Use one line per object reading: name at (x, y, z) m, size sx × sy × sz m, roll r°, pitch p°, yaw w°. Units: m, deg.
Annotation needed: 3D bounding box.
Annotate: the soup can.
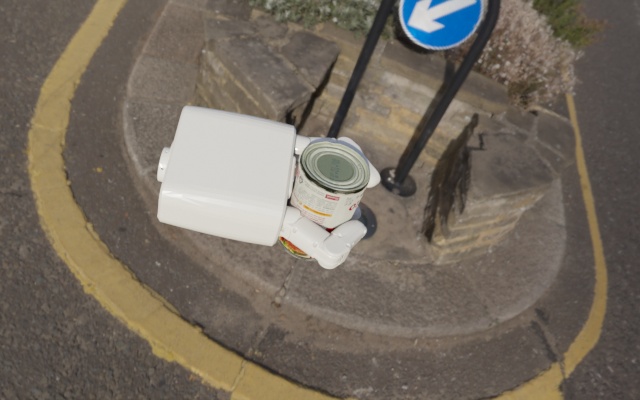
soup can at (0.001, 0.001, 0.460) m, size 0.068 × 0.068 × 0.102 m, roll 0°, pitch -42°, yaw -22°
